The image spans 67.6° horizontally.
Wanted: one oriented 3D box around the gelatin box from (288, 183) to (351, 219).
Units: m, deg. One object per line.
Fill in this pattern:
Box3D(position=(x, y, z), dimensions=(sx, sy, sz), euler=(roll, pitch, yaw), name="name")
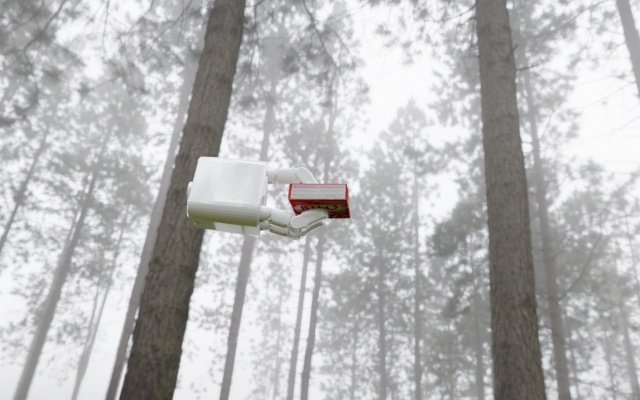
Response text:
Box3D(position=(0.000, 0.002, 0.727), dimensions=(0.089, 0.030, 0.073), euler=(0, -24, 8), name="gelatin box")
